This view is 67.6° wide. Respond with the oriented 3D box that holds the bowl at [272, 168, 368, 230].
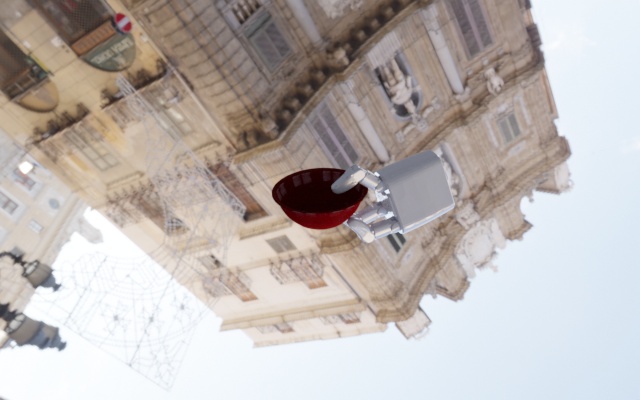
[{"bbox_3d":[-0.001,0.003,0.809,0.162,0.055,0.162,-2,29,1],"label":"bowl"}]
